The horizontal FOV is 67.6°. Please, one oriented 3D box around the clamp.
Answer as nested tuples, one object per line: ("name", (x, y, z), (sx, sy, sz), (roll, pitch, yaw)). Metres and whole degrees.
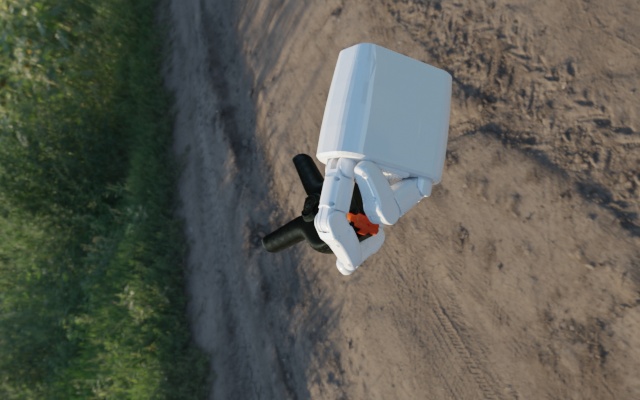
("clamp", (0.000, 0.002, 0.502), (0.039, 0.120, 0.171), (17, -11, -37))
